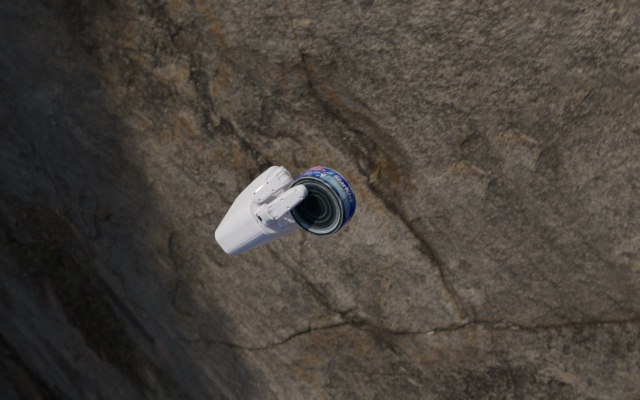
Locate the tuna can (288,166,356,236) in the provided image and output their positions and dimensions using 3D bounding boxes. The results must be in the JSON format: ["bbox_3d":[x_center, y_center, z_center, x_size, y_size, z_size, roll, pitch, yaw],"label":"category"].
[{"bbox_3d":[0.000,0.002,0.610,0.086,0.086,0.033,0,24,33],"label":"tuna can"}]
